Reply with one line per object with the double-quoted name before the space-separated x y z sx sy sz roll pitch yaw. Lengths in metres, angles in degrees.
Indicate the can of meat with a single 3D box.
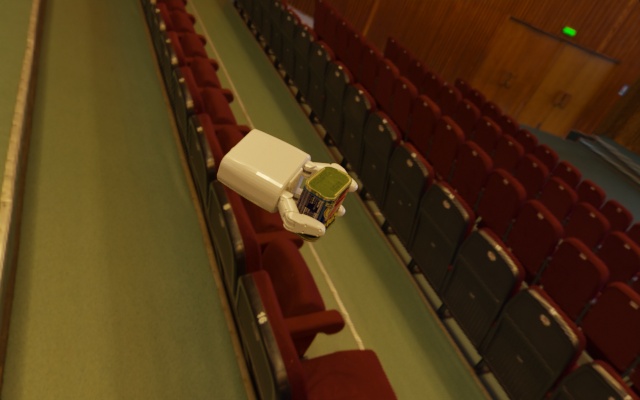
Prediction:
"can of meat" 0.000 0.002 0.740 0.057 0.084 0.102 30 32 11
